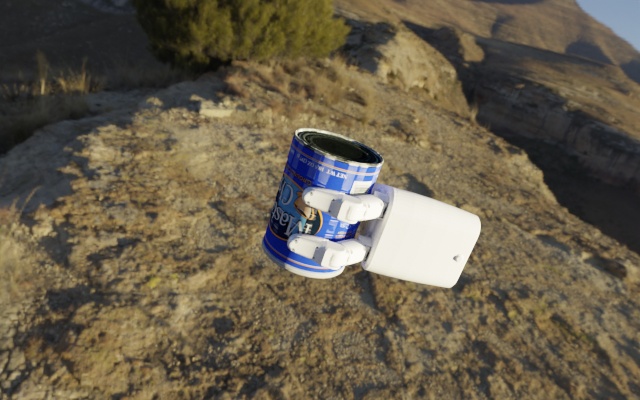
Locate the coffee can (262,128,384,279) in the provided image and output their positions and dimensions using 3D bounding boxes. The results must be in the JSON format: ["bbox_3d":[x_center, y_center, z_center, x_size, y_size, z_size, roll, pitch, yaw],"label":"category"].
[{"bbox_3d":[0.000,0.002,0.544,0.103,0.140,0.102,16,21,-6],"label":"coffee can"}]
